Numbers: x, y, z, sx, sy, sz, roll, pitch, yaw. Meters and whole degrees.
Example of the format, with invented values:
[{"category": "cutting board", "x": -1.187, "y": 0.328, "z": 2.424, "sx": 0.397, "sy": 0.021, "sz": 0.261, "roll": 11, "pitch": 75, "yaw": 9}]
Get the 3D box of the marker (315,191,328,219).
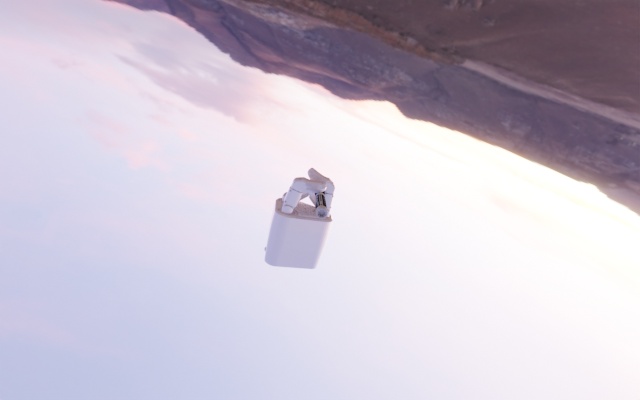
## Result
[{"category": "marker", "x": 0.000, "y": 0.003, "z": 0.819, "sx": 0.020, "sy": 0.020, "sz": 0.121, "roll": 0, "pitch": 18, "yaw": -2}]
